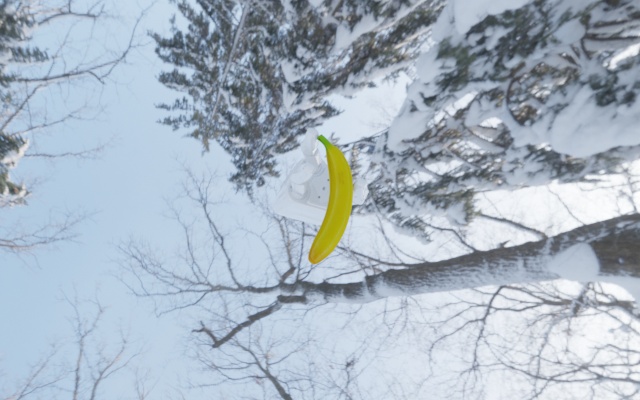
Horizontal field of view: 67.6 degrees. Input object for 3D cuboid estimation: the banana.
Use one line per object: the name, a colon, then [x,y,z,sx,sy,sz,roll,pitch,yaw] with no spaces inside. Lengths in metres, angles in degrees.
banana: [0.017,0.002,0.724,0.069,0.197,0.037,9,-17,-22]
